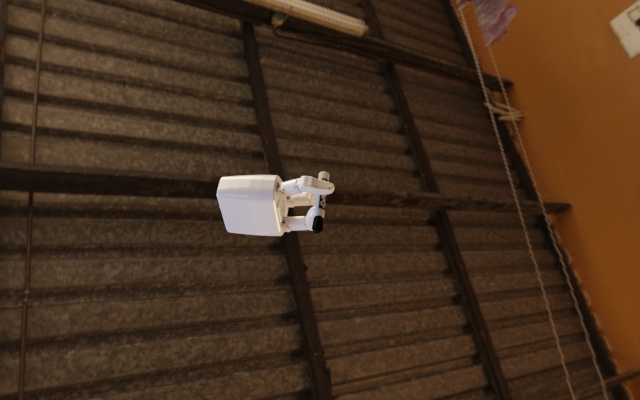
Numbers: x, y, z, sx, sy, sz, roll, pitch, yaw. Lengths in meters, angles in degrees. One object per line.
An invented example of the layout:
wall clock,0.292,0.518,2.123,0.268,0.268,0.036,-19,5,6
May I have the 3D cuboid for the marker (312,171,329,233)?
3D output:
marker,0.000,0.003,0.821,0.020,0.121,0.020,5,-34,3
